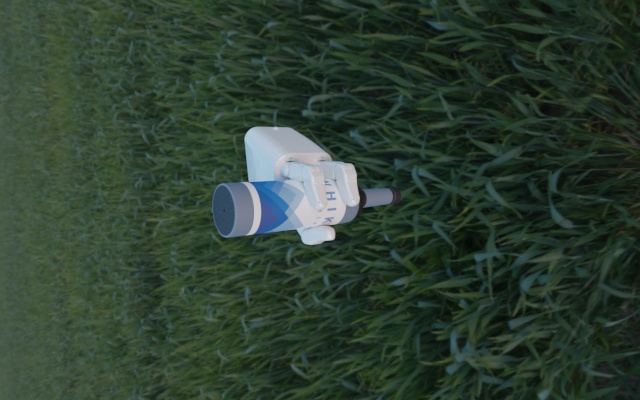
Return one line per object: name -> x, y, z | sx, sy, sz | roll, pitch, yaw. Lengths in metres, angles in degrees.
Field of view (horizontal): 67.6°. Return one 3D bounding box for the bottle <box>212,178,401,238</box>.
bottle -> 0.000, 0.002, 0.667 | 0.295, 0.069, 0.069 | -5, 3, -36
